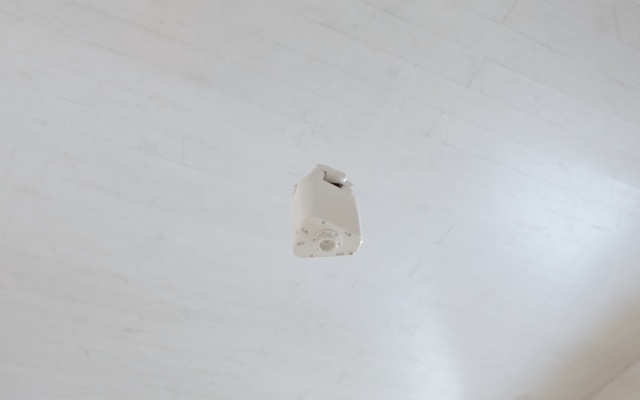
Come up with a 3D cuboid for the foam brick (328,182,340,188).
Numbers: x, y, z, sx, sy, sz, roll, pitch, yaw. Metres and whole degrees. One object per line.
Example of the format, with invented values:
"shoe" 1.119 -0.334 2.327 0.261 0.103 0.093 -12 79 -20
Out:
"foam brick" 0.000 0.003 0.868 0.053 0.078 0.051 10 35 -12
